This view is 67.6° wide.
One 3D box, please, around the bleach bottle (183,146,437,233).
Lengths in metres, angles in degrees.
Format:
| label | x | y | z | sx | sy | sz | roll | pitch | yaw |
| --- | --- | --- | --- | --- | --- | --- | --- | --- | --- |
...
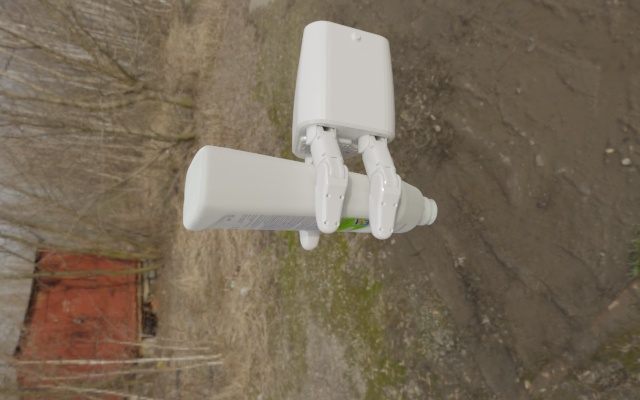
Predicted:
| label | x | y | z | sx | sy | sz | roll | pitch | yaw |
| --- | --- | --- | --- | --- | --- | --- | --- | --- | --- |
| bleach bottle | 0.000 | 0.002 | 0.475 | 0.251 | 0.068 | 0.102 | 6 | -15 | -24 |
